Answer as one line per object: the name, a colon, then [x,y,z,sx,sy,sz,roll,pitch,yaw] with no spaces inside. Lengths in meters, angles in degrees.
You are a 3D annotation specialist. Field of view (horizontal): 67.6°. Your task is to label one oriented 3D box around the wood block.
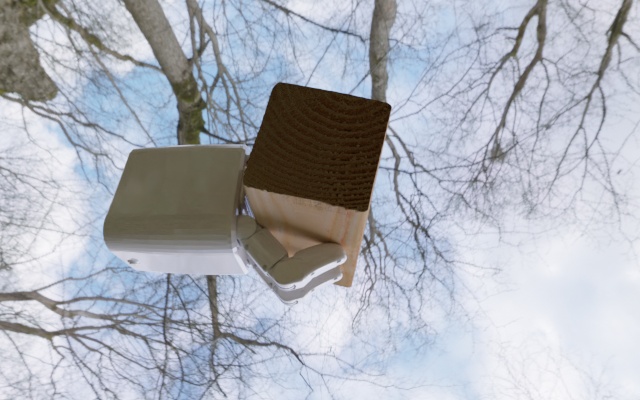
wood block: [0.000,0.001,0.424,0.090,0.090,0.206,12,-23,6]
